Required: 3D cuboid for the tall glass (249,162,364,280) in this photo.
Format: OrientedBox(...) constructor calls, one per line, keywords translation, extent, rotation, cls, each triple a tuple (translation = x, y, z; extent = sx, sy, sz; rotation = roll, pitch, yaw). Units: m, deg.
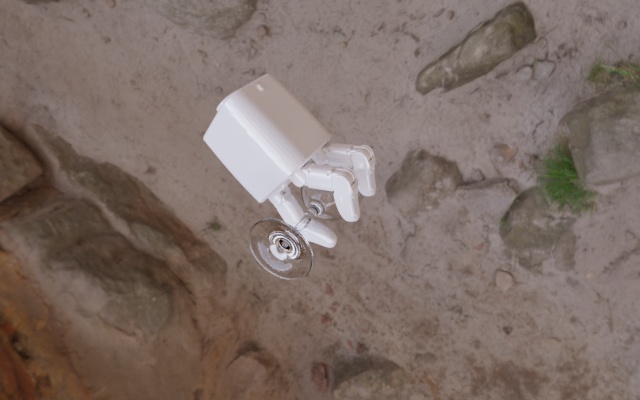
OrientedBox(translation=(0.000, 0.002, 0.559), extent=(0.079, 0.079, 0.201), rotation=(0, 29, 29), cls="tall glass")
